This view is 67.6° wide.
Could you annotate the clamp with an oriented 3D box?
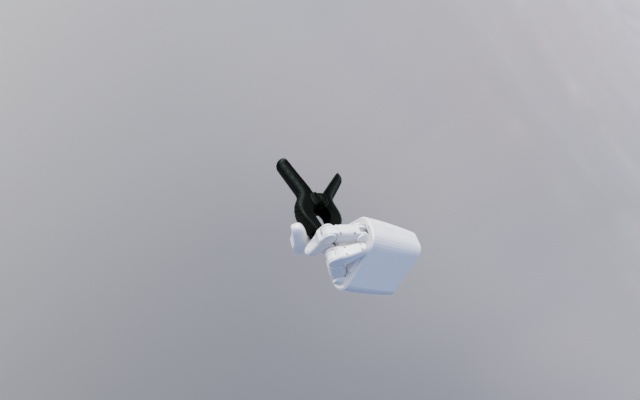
[{"bbox_3d":[0.000,0.002,0.770,0.120,0.171,0.039,2,-40,-28],"label":"clamp"}]
